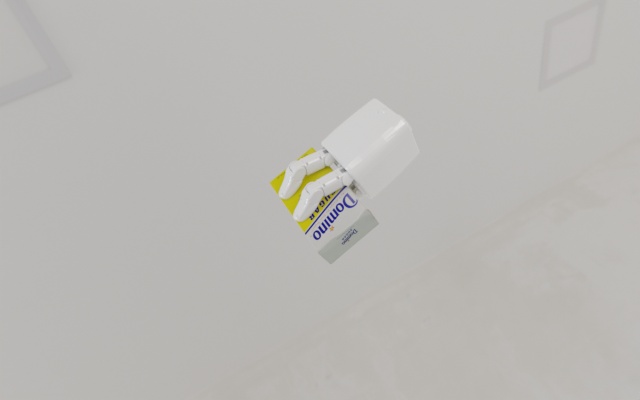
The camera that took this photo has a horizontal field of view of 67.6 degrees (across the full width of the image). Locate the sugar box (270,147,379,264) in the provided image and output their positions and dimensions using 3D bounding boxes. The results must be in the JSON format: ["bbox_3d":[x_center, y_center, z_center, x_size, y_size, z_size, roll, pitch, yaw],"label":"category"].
[{"bbox_3d":[0.000,0.002,0.713,0.048,0.093,0.176,48,2,-44],"label":"sugar box"}]
